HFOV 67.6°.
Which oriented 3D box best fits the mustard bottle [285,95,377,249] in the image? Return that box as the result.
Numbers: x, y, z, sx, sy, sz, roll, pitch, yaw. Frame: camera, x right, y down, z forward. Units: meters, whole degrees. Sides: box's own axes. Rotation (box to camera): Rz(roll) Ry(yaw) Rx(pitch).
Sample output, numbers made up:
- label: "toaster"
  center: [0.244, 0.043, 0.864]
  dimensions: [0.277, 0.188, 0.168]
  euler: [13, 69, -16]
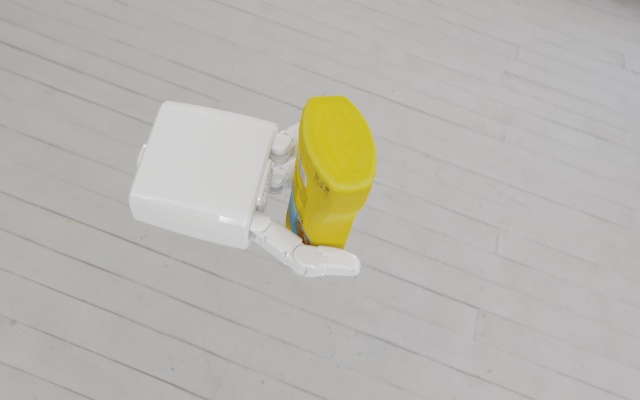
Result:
- label: "mustard bottle"
  center: [0.000, 0.001, 0.443]
  dimensions: [0.058, 0.096, 0.192]
  euler: [-7, -30, -14]
